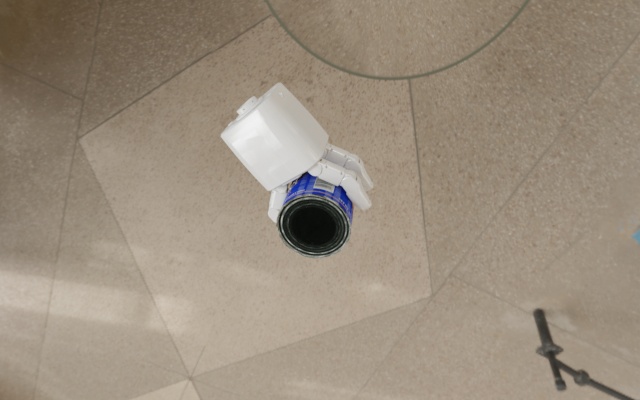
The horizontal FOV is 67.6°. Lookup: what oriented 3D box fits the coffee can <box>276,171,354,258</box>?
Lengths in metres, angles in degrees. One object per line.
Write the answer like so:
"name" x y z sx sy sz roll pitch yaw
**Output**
"coffee can" 0.000 0.002 0.702 0.103 0.103 0.140 0 30 9
